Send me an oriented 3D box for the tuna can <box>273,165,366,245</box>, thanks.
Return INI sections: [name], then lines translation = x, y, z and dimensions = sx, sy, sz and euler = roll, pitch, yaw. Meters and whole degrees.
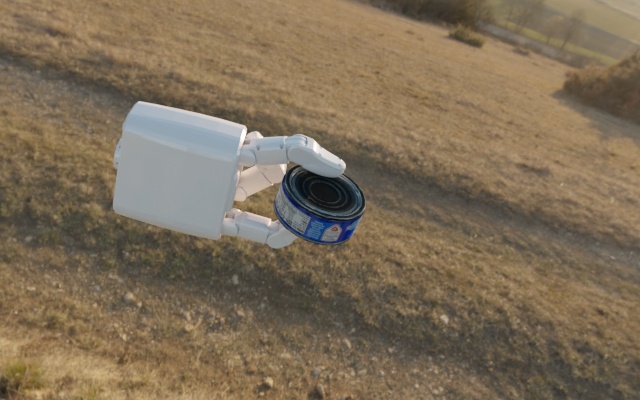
[tuna can]
translation = 0.000, 0.001, 0.462
dimensions = 0.086, 0.034, 0.086
euler = 16, 36, -12
